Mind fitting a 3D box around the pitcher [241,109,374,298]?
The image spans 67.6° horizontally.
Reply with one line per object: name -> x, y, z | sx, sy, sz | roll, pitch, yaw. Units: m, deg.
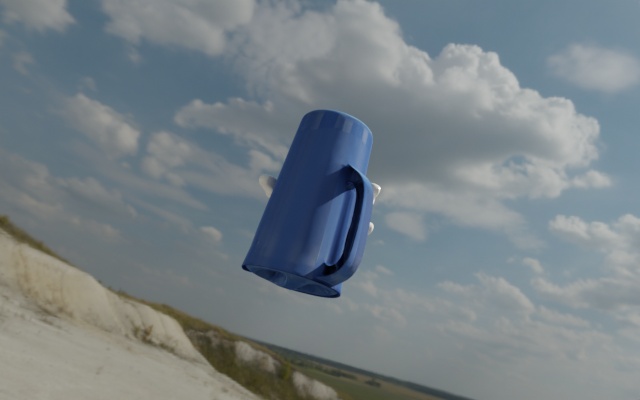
pitcher -> 0.000, 0.002, 0.646 | 0.149, 0.242, 0.145 | 14, -19, 8
